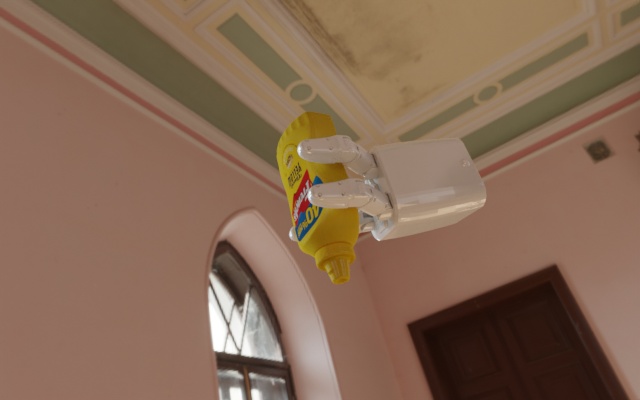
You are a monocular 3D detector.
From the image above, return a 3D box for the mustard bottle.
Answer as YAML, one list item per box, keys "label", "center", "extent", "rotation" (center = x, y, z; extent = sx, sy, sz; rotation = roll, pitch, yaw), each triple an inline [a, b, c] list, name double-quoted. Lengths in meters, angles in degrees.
- label: "mustard bottle"
  center: [0.000, 0.002, 0.524]
  extent: [0.058, 0.191, 0.096]
  rotation: [5, -37, -30]
